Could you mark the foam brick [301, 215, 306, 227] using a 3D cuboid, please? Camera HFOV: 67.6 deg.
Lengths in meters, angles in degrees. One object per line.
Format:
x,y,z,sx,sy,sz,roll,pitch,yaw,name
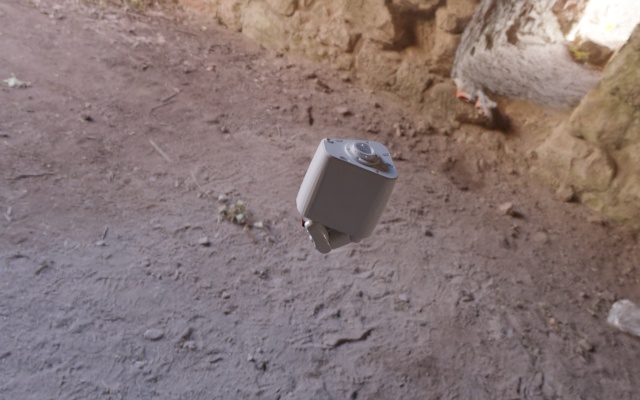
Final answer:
0.000,0.002,0.749,0.053,0.051,0.078,11,37,-16,foam brick
